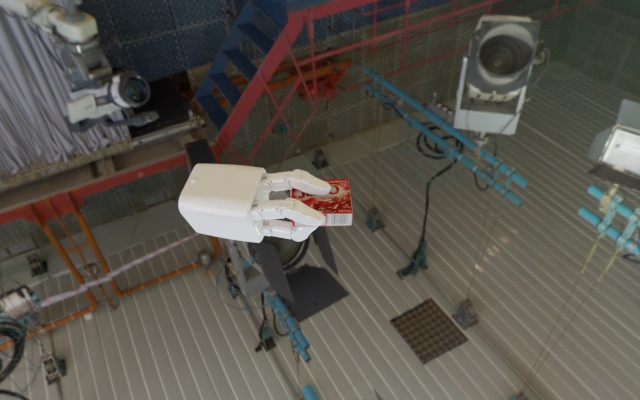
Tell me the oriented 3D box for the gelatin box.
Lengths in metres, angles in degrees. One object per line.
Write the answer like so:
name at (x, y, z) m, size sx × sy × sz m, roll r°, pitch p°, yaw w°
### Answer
gelatin box at (0.000, 0.003, 0.708) m, size 0.089 × 0.030 × 0.073 m, roll -1°, pitch 45°, yaw -4°
